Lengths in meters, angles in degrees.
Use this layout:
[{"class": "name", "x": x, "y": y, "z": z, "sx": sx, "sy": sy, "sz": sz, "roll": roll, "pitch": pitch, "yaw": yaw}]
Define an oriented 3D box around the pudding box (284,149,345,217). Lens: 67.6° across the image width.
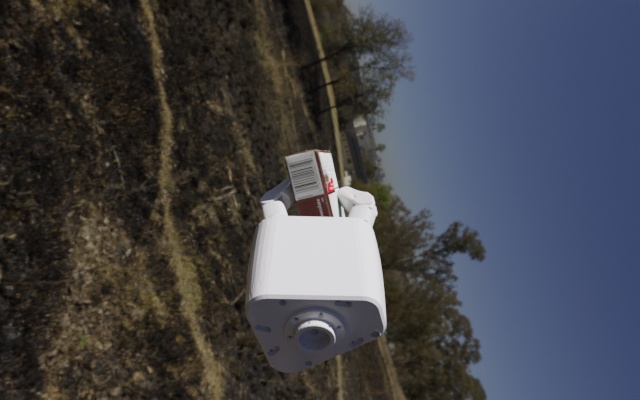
[{"class": "pudding box", "x": 0.000, "y": 0.002, "z": 0.524, "sx": 0.039, "sy": 0.113, "sz": 0.090, "roll": -12, "pitch": 3, "yaw": 10}]
